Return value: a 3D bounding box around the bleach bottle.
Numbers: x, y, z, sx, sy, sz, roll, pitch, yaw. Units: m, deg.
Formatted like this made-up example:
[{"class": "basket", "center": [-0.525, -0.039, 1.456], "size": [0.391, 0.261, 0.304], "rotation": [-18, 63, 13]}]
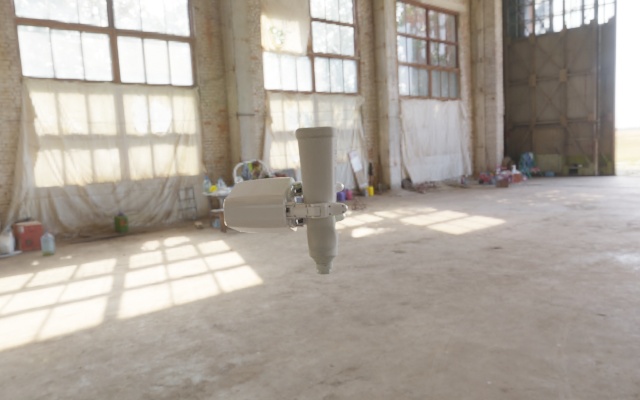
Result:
[{"class": "bleach bottle", "center": [0.000, 0.003, 0.815], "size": [0.068, 0.251, 0.102], "rotation": [-2, 6, 6]}]
